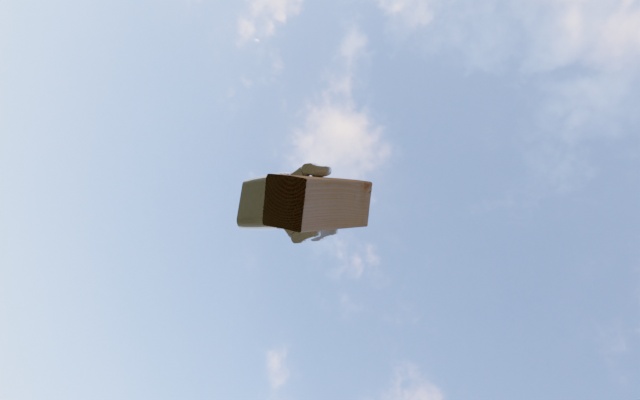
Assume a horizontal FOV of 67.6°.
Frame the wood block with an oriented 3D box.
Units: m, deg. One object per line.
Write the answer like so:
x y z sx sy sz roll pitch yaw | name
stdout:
0.000 0.002 0.868 0.090 0.091 0.206 9 6 36 | wood block
